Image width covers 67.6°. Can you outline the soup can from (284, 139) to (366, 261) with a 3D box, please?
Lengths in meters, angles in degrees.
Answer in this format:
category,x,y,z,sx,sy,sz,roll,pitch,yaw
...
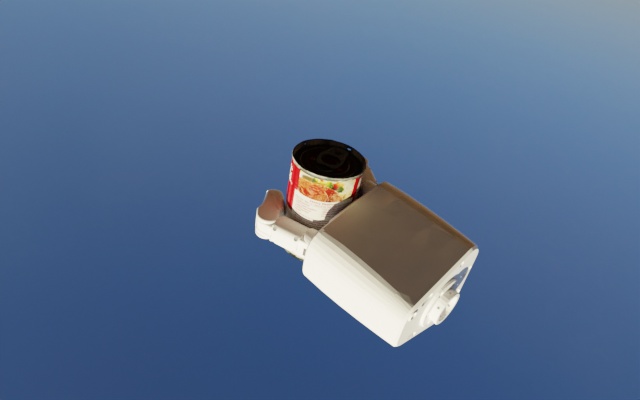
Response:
category,x,y,z,sx,sy,sz,roll,pitch,yaw
soup can,0.000,0.002,0.459,0.068,0.102,0.068,8,36,-6
